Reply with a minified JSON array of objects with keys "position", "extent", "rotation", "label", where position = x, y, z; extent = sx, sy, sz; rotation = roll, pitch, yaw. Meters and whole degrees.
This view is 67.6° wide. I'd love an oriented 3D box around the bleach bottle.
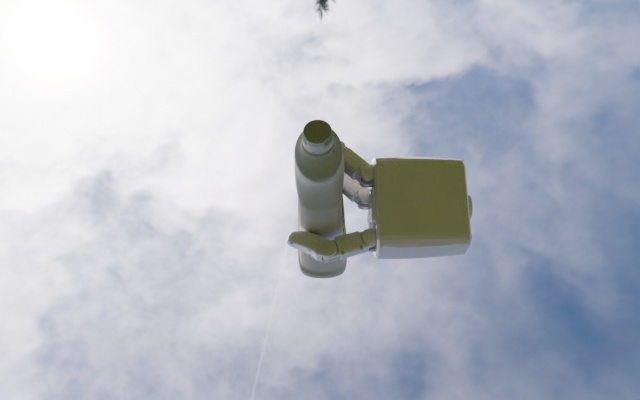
[{"position":[0.000,0.002,0.566],"extent":[0.068,0.102,0.251],"rotation":[-1,-29,1],"label":"bleach bottle"}]
